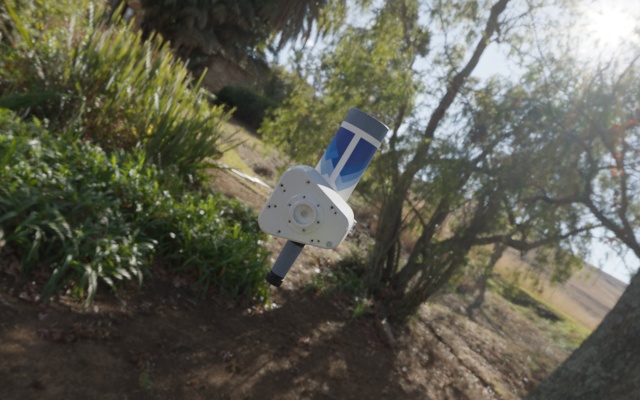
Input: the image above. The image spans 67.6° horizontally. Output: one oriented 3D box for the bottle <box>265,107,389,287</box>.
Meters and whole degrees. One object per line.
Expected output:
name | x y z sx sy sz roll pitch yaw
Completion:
bottle | 0.000 0.002 0.732 0.069 0.296 0.069 31 5 -3
